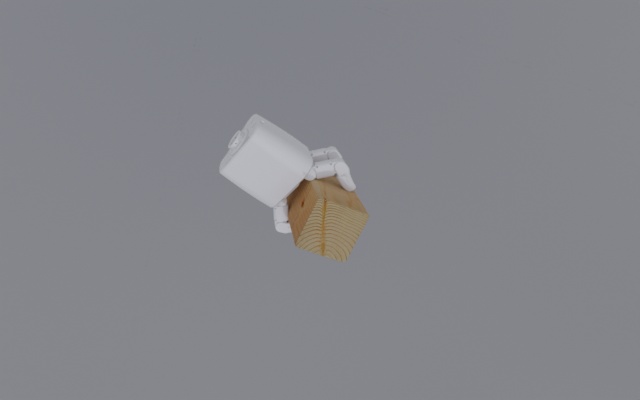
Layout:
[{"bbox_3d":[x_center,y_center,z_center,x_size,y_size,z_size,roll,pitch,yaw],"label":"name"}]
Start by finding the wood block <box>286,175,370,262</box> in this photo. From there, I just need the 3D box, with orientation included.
[{"bbox_3d":[0.000,0.003,0.806,0.090,0.091,0.206,20,20,-19],"label":"wood block"}]
